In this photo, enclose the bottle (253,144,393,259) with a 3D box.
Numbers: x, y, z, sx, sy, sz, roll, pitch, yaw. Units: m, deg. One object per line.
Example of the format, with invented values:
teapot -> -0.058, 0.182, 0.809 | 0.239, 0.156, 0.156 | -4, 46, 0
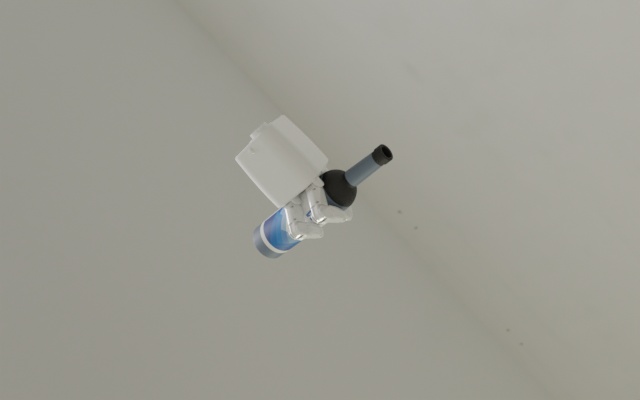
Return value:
bottle -> 0.000, 0.003, 0.763 | 0.069, 0.069, 0.296 | 0, -29, -46
